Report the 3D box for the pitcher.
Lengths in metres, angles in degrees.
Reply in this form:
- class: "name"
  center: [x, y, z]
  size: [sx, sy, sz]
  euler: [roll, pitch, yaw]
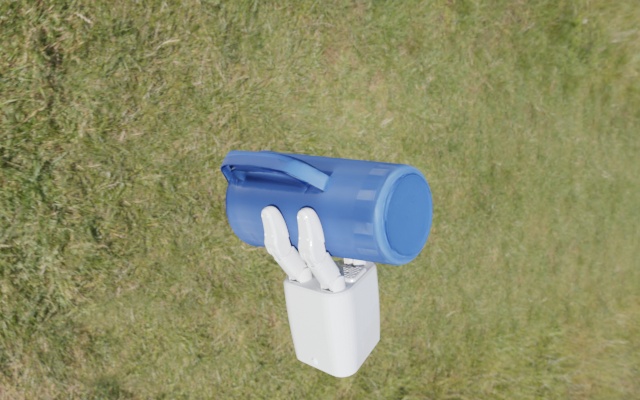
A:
- class: "pitcher"
  center: [0.000, 0.002, 0.574]
  size: [0.243, 0.145, 0.149]
  euler: [6, 18, 43]
